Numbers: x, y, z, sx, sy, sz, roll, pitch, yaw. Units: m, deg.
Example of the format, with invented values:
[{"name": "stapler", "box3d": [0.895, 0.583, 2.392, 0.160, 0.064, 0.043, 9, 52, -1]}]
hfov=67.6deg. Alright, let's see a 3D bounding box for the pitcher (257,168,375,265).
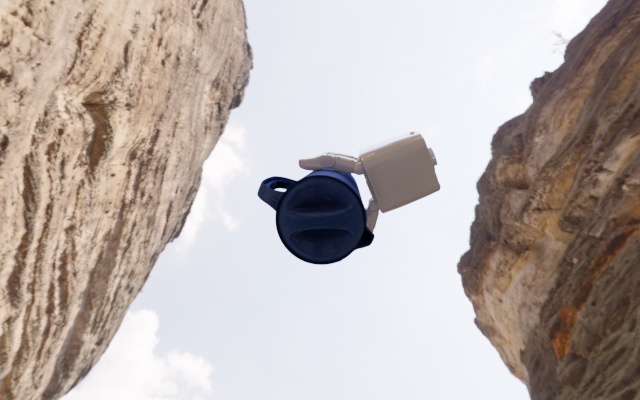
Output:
[{"name": "pitcher", "box3d": [0.000, 0.003, 0.797, 0.145, 0.149, 0.242, -22, 8, 8]}]
